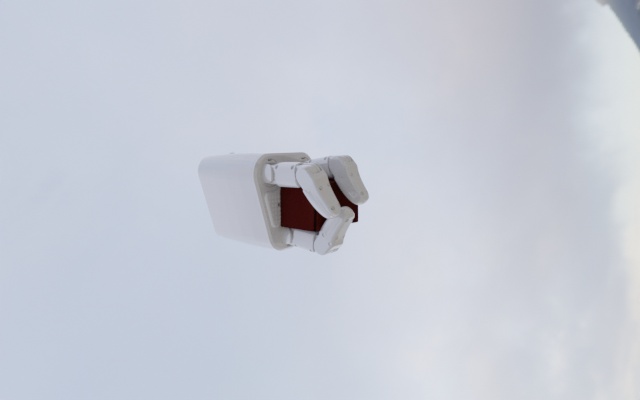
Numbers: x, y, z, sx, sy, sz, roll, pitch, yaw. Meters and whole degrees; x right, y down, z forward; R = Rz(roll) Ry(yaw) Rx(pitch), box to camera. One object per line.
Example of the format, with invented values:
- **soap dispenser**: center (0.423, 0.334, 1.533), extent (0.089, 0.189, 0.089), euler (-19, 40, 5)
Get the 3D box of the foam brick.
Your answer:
- **foam brick**: center (0.000, 0.002, 0.536), extent (0.051, 0.053, 0.078), euler (5, 9, 39)
